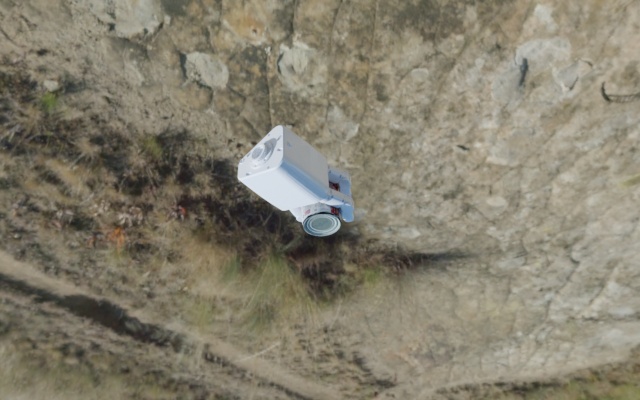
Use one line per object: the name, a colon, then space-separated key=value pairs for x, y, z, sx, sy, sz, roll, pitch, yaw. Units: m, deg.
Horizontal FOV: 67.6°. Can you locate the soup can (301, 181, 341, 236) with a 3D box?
soup can: x=0.000 y=0.003 z=0.843 sx=0.068 sy=0.102 sz=0.069 roll=-2 pitch=-39 yaw=-2
